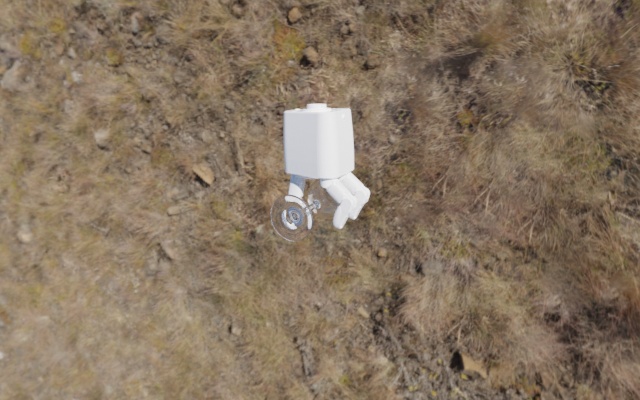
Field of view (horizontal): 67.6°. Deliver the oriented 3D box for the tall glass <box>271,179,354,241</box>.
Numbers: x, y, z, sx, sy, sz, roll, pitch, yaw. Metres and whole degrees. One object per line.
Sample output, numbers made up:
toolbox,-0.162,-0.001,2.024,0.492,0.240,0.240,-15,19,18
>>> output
tall glass,0.000,0.003,0.811,0.079,0.079,0.201,0,14,28
